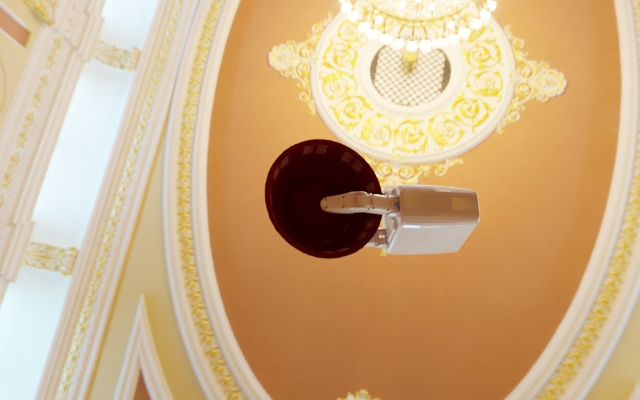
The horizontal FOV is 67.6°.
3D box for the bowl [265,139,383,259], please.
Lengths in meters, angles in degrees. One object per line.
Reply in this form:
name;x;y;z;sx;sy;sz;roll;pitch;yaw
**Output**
bowl;-0.001;0.002;0.640;0.162;0.162;0.055;0;-15;-18
